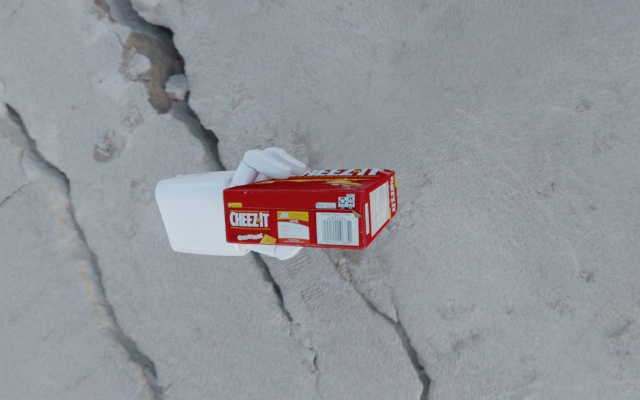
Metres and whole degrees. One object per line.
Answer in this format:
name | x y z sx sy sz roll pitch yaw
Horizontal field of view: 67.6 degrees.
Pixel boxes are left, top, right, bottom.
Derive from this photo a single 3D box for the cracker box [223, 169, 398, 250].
cracker box | 0.000 0.002 0.607 0.164 0.072 0.213 1 9 18
